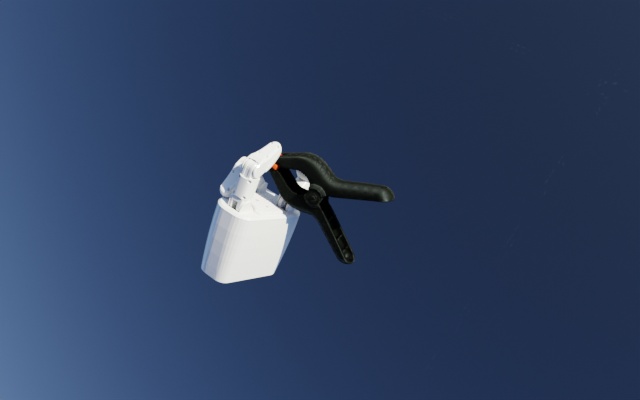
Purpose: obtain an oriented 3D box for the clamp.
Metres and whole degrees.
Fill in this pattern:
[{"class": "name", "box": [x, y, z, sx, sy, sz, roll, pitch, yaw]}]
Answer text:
[{"class": "clamp", "box": [0.000, 0.002, 0.610, 0.171, 0.120, 0.039, 30, 23, 20]}]
